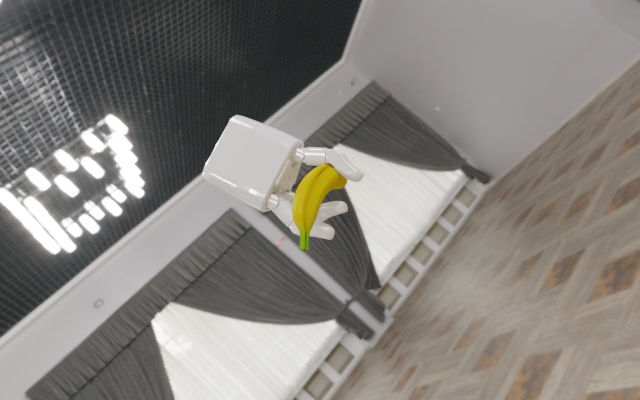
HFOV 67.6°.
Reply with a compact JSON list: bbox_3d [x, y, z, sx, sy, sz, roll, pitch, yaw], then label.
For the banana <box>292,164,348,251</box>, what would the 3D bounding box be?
[{"bbox_3d":[-0.001,-0.013,0.651,0.037,0.070,0.197,11,31,16],"label":"banana"}]
